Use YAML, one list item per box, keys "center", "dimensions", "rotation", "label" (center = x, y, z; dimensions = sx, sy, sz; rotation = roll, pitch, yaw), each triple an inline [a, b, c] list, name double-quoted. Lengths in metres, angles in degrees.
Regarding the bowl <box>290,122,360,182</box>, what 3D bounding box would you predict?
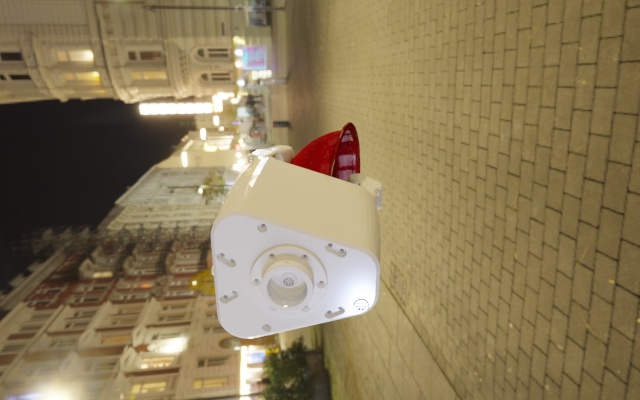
- center: [0.000, 0.001, 0.481]
  dimensions: [0.055, 0.162, 0.162]
  rotation: [6, 1, 14]
  label: "bowl"
